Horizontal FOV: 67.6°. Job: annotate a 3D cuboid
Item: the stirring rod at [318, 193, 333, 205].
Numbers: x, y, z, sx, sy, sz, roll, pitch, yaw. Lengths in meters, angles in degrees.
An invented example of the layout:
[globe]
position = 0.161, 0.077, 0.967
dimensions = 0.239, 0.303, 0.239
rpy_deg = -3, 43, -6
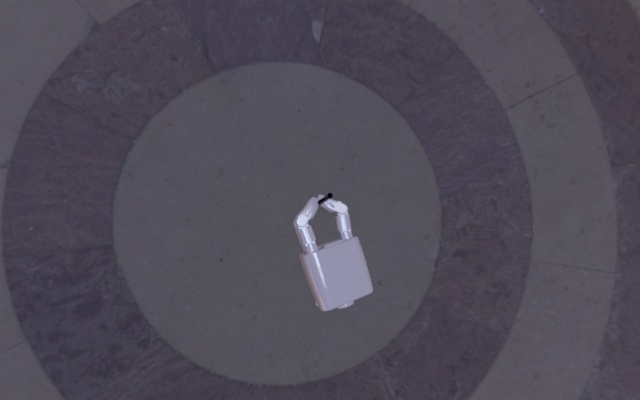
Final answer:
[stirring rod]
position = 0.000, 0.003, 0.835
dimensions = 0.011, 0.011, 0.239
rpy_deg = 0, -5, -7
